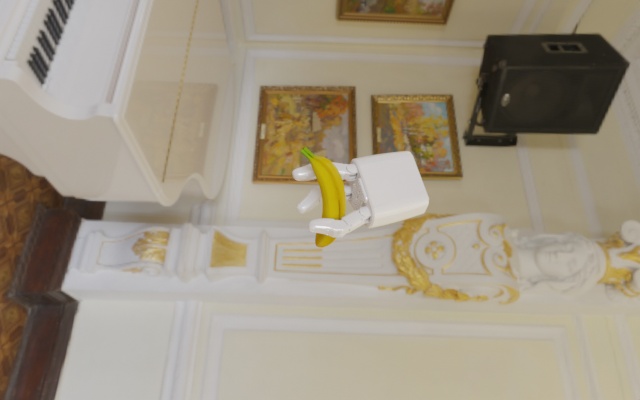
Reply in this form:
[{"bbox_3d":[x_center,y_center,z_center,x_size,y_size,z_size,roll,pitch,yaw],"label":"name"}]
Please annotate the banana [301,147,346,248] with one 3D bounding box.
[{"bbox_3d":[0.012,0.007,0.775,0.037,0.198,0.069,-29,39,-30],"label":"banana"}]
